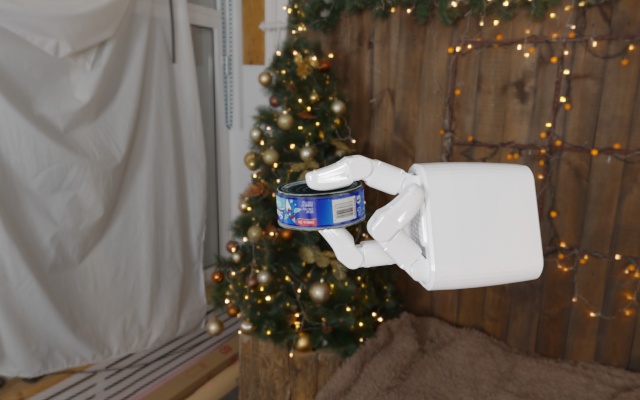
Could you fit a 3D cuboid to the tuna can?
[{"bbox_3d":[0.000,0.001,0.462,0.086,0.034,0.086,-4,13,1],"label":"tuna can"}]
